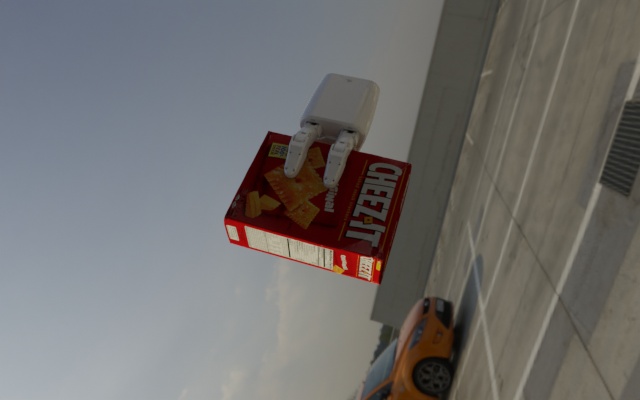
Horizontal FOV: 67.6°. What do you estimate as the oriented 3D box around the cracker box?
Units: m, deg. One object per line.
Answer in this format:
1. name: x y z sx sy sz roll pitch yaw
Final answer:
1. cracker box: 0.000 0.002 0.648 0.213 0.164 0.072 14 -35 12
